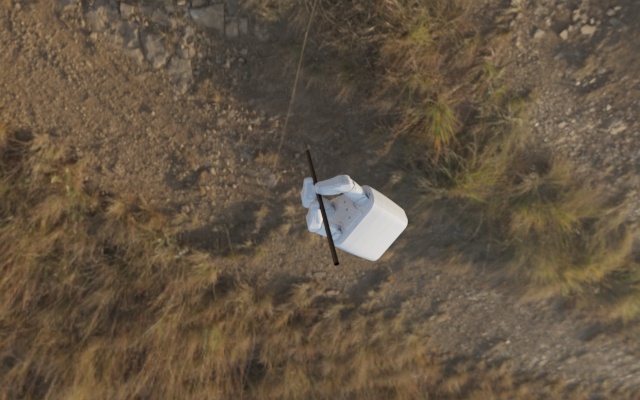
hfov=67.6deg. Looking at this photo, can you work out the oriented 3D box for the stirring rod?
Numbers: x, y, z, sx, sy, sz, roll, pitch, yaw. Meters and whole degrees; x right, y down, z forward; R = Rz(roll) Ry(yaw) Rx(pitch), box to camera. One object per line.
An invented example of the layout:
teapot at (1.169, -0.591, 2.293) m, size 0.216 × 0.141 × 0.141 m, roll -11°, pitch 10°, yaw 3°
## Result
stirring rod at (0.000, 0.002, 0.758) m, size 0.011 × 0.239 × 0.011 m, roll -8°, pitch -41°, yaw -7°
